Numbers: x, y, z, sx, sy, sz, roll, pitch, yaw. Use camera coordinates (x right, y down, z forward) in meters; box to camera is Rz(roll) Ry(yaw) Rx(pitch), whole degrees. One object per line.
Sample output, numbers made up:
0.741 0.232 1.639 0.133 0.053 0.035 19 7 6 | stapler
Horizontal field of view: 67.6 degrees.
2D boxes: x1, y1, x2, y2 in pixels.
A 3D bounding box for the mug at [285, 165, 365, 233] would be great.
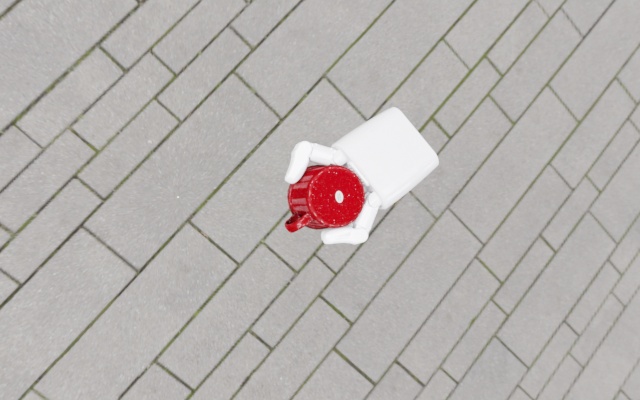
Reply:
-0.001 0.003 0.644 0.117 0.093 0.081 -37 10 -14 | mug
